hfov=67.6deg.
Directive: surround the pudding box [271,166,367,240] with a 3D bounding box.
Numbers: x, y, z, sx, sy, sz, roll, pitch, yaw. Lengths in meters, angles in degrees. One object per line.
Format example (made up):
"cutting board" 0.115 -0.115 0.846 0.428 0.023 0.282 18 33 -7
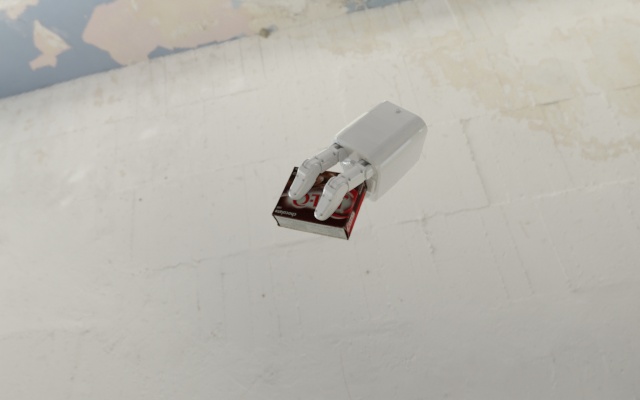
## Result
"pudding box" 0.000 0.002 0.678 0.113 0.090 0.039 8 -35 23
